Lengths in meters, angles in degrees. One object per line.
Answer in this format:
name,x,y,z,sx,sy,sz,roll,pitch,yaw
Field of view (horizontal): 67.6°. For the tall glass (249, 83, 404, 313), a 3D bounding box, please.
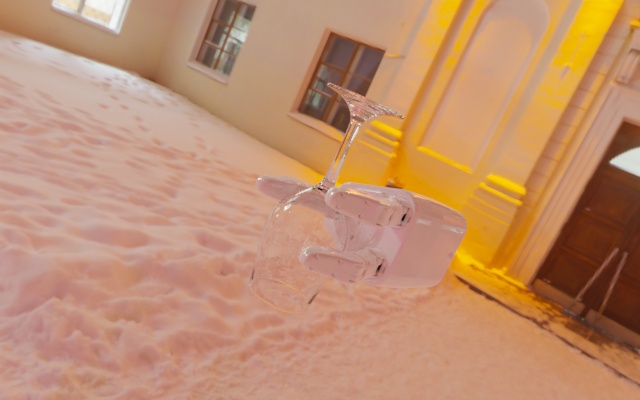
tall glass,0.000,0.001,0.437,0.079,0.201,0.079,24,11,-5
